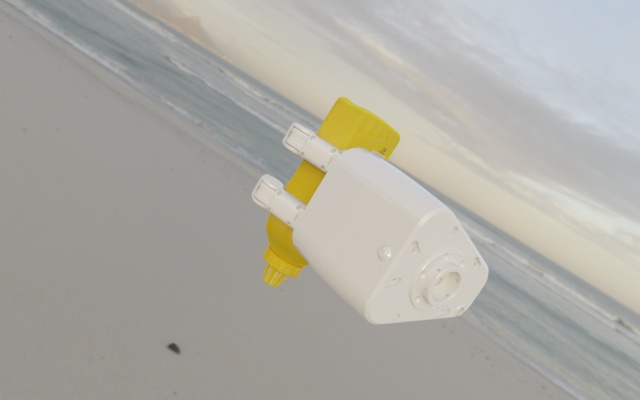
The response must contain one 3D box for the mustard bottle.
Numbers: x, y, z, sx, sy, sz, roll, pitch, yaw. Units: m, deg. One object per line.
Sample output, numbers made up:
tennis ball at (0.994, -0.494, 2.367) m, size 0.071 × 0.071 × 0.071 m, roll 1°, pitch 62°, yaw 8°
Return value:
mustard bottle at (0.000, 0.001, 0.461) m, size 0.058 × 0.191 × 0.096 m, roll 35°, pitch 9°, yaw 25°
